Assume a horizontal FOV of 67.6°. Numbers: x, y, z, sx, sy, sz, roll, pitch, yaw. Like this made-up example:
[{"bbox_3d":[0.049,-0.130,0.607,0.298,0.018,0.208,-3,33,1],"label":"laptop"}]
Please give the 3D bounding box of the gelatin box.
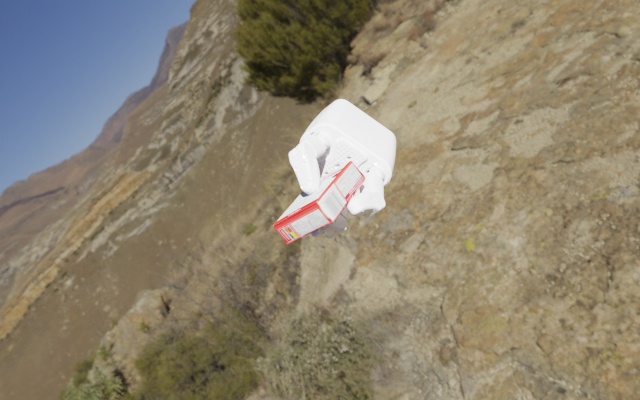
[{"bbox_3d":[0.000,0.002,0.512,0.073,0.030,0.089,-28,15,41],"label":"gelatin box"}]
